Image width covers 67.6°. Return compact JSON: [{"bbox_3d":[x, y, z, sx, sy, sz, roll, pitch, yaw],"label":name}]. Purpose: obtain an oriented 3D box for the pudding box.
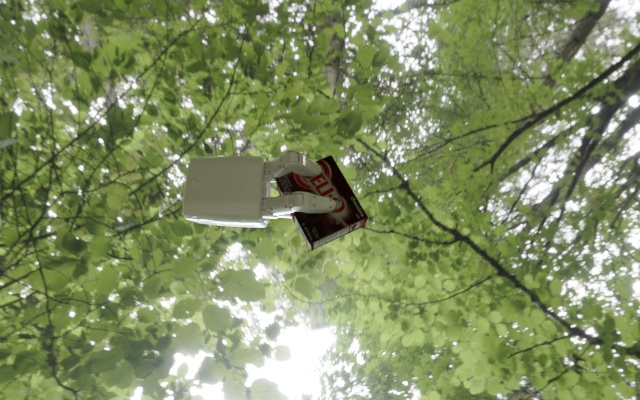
[{"bbox_3d":[0.000,0.002,0.670,0.090,0.113,0.039,-25,-20,-12],"label":"pudding box"}]
